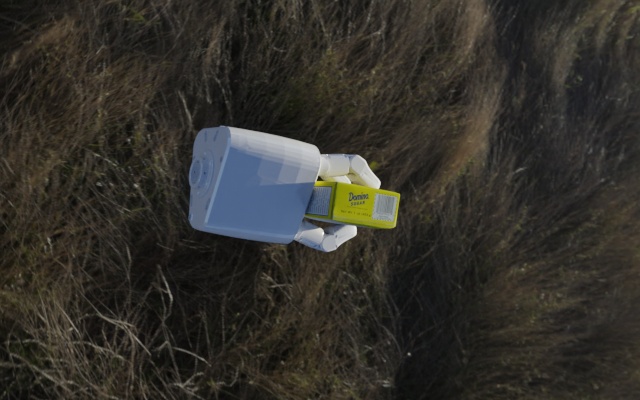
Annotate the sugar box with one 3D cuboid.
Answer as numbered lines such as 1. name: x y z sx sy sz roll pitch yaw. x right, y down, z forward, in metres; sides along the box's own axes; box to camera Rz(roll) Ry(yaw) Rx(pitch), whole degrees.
1. sugar box: 0.000 0.001 0.573 0.093 0.048 0.176 10 -1 -36
